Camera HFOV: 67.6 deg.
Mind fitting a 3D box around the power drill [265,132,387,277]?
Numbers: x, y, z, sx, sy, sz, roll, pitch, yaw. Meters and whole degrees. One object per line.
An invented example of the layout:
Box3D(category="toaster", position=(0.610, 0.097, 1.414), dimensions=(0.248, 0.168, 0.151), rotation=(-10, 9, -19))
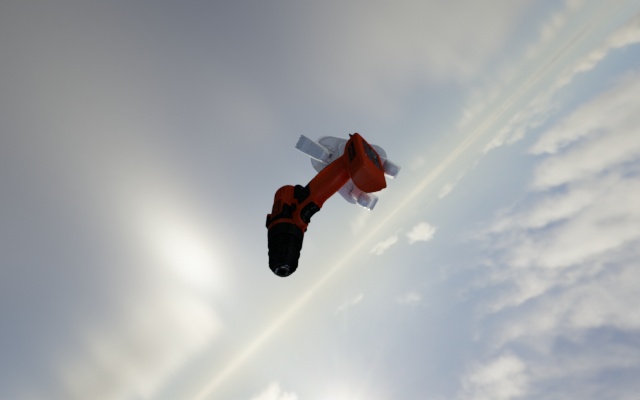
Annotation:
Box3D(category="power drill", position=(0.000, 0.002, 0.659), dimensions=(0.188, 0.057, 0.184), rotation=(-36, 29, 21))
